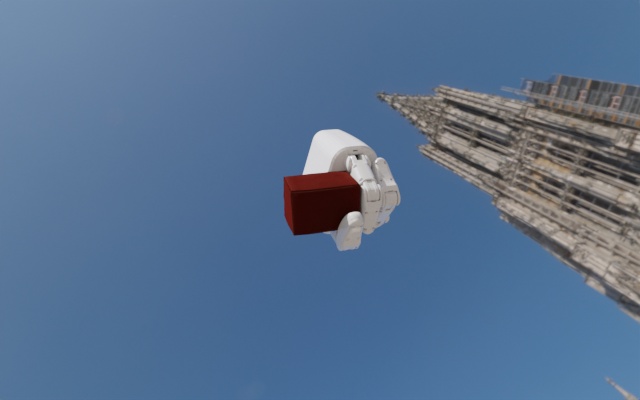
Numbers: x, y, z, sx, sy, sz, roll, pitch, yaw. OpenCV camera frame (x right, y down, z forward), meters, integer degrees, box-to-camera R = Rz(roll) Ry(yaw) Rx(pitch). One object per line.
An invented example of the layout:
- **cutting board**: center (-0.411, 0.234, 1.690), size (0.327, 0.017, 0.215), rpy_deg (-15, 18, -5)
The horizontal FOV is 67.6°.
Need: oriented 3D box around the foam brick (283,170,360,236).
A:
- **foam brick**: center (0.000, 0.002, 0.535), size (0.078, 0.053, 0.051), rpy_deg (-6, 24, -15)
